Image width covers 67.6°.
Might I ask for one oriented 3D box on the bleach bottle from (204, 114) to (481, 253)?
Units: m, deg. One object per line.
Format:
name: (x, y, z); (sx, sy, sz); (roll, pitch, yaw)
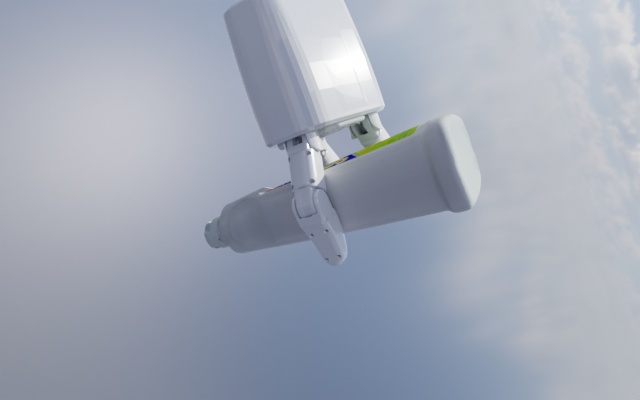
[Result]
bleach bottle: (0.000, 0.001, 0.405); (0.251, 0.068, 0.102); (-18, 7, 26)
